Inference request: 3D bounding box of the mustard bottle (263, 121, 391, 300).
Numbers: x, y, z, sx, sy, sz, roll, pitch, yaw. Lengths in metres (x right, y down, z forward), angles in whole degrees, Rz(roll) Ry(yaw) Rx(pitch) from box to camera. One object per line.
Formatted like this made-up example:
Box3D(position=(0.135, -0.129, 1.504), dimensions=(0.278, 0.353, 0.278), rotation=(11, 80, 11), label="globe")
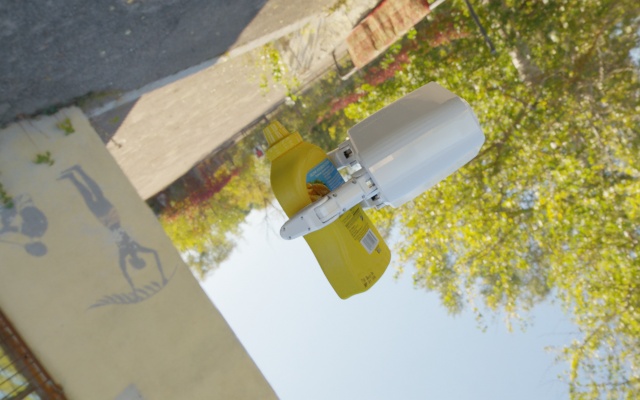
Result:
Box3D(position=(0.000, 0.002, 0.500), dimensions=(0.058, 0.191, 0.096), rotation=(-29, 8, 33), label="mustard bottle")
